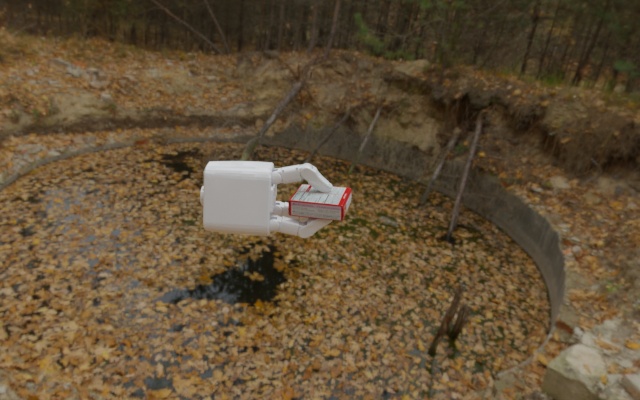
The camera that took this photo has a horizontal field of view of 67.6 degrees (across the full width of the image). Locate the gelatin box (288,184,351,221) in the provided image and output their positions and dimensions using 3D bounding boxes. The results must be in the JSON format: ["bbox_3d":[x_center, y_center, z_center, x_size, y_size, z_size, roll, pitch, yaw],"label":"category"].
[{"bbox_3d":[0.000,0.002,0.768,0.089,0.030,0.073,5,24,13],"label":"gelatin box"}]
